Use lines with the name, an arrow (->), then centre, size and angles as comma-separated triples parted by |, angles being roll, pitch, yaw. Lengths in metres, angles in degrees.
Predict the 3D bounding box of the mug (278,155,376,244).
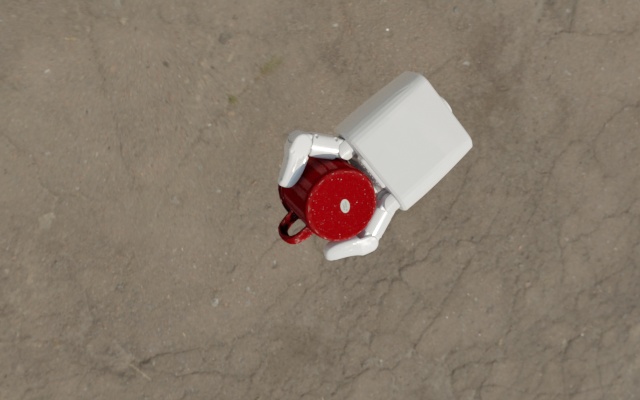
mug -> -0.001, 0.003, 0.524 | 0.093, 0.117, 0.081 | 49, -3, -28
